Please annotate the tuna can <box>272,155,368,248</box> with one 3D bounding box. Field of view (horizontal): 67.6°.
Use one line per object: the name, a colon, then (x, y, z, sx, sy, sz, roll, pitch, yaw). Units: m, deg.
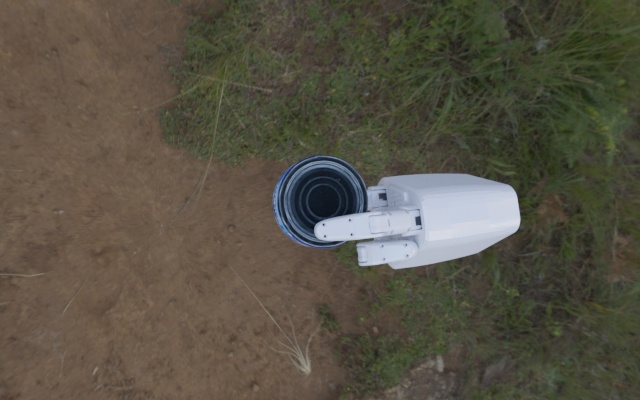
tuna can: (0.000, 0.001, 0.441, 0.086, 0.086, 0.034, 0, -2, -13)
